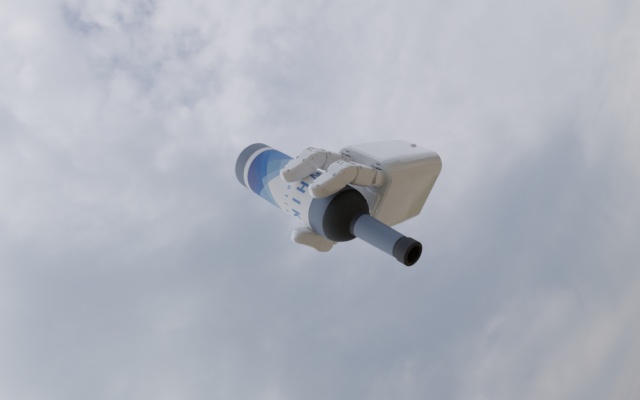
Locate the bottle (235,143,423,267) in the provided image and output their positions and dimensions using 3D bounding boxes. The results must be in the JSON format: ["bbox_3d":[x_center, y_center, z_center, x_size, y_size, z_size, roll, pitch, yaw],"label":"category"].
[{"bbox_3d":[0.000,0.002,0.575,0.069,0.069,0.295,0,21,-42],"label":"bottle"}]
